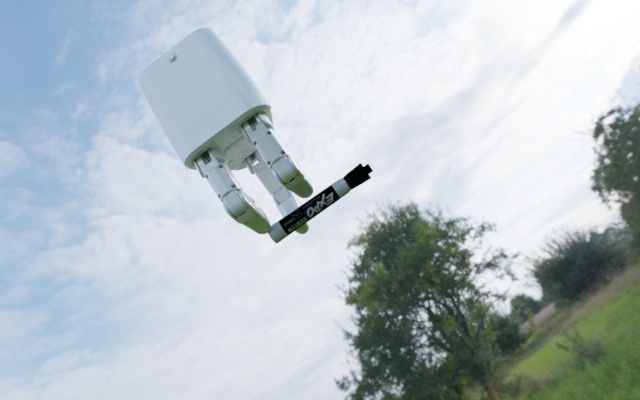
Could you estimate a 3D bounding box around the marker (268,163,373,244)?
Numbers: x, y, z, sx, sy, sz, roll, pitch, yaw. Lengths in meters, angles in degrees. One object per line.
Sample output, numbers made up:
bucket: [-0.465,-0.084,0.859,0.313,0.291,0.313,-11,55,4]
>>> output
marker: [0.000,0.002,0.475,0.121,0.020,0.020,-35,-3,5]
